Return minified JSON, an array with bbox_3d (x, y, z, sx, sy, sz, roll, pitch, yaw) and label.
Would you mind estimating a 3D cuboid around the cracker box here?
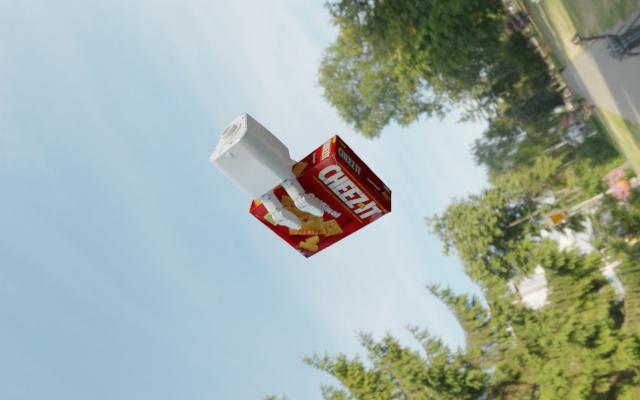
[{"bbox_3d":[0.000,0.003,0.890,0.214,0.072,0.164,-32,-60,29],"label":"cracker box"}]
